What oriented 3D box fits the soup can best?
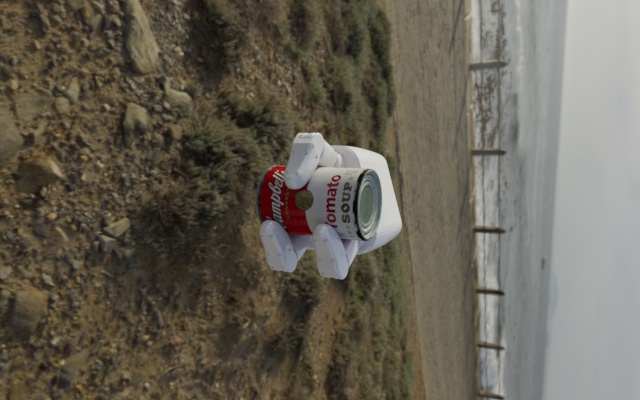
[{"bbox_3d":[0.000,0.001,0.454,0.102,0.068,0.068,4,1,26],"label":"soup can"}]
